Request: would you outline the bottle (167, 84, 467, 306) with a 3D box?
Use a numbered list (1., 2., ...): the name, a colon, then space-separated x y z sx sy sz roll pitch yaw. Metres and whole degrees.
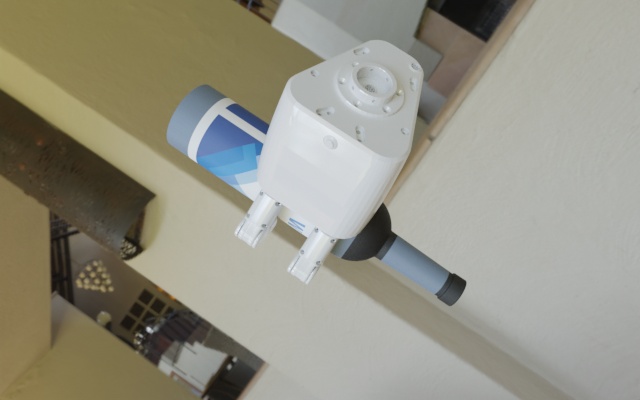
1. bottle: 0.000 0.001 0.435 0.295 0.069 0.069 34 3 4
